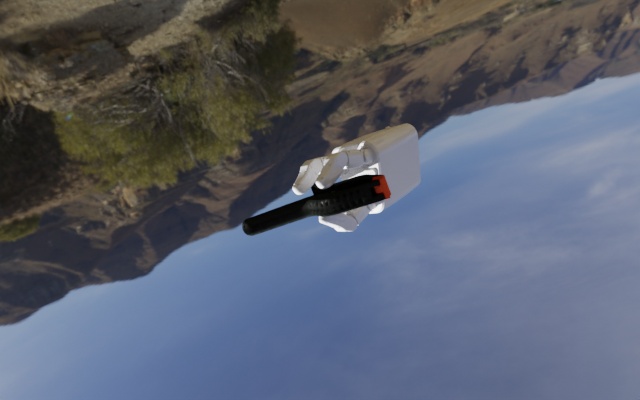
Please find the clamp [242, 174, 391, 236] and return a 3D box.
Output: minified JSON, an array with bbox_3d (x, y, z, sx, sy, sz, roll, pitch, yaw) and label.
[{"bbox_3d":[0.001,0.003,0.645,0.164,0.036,0.210,-31,14,-37],"label":"clamp"}]
